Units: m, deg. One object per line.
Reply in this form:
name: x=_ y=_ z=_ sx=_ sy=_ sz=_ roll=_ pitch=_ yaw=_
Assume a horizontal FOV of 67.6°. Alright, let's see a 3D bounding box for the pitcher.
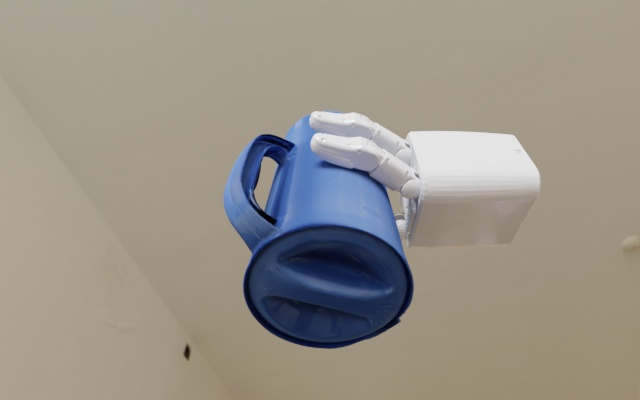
pitcher: x=0.000 y=0.002 z=0.460 sx=0.145 sy=0.149 sz=0.242 roll=-1 pitch=34 yaw=1
